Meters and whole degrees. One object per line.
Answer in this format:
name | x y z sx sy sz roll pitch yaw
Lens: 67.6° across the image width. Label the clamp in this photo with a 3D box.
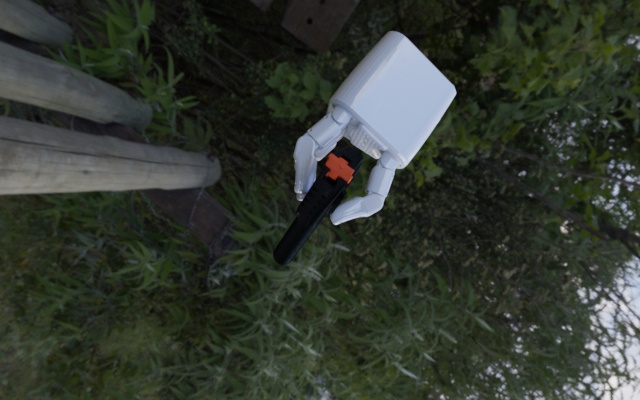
clamp | 0.001 0.002 0.519 0.036 0.164 0.210 36 -7 3
